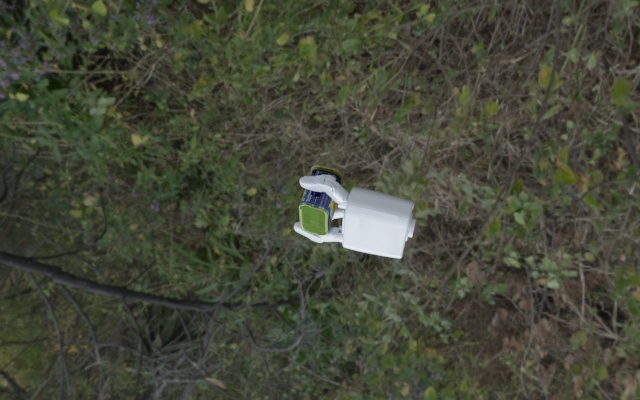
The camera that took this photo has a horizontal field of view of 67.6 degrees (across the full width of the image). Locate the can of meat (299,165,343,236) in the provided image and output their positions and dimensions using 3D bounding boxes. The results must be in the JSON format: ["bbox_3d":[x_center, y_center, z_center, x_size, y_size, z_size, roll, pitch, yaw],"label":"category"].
[{"bbox_3d":[0.000,0.003,0.837,0.057,0.084,0.102,14,-31,9],"label":"can of meat"}]
